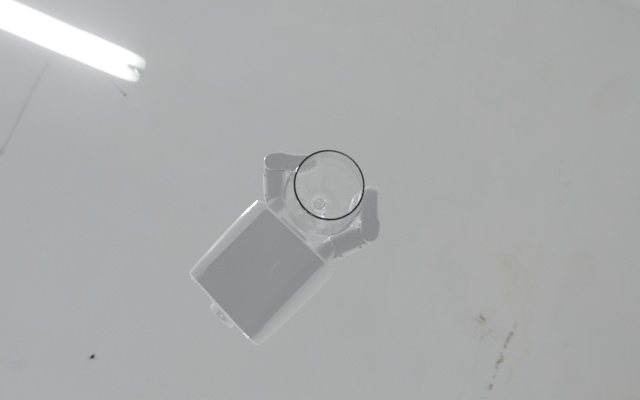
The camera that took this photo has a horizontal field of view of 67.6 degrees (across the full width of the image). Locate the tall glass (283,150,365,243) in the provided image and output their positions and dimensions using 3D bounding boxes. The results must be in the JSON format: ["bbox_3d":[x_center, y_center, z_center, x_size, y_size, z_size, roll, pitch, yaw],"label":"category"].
[{"bbox_3d":[0.000,0.002,0.504,0.079,0.079,0.201,0,-9,-5],"label":"tall glass"}]
